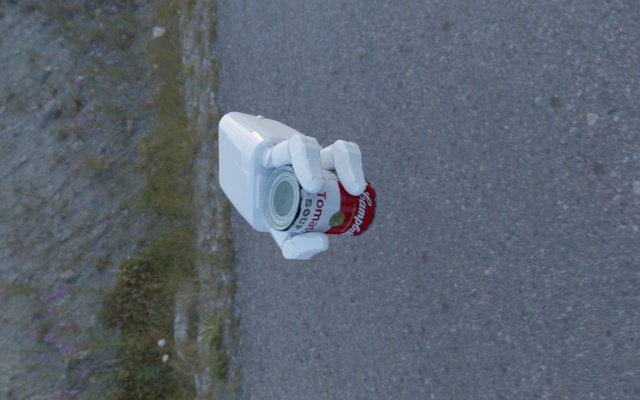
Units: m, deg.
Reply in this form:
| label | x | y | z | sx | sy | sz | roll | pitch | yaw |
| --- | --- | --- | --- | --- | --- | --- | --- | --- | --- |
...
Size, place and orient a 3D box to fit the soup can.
| label | x | y | z | sx | sy | sz | roll | pitch | yaw |
| --- | --- | --- | --- | --- | --- | --- | --- | --- | --- |
| soup can | 0.000 | 0.002 | 0.499 | 0.102 | 0.068 | 0.068 | 6 | -4 | -38 |
